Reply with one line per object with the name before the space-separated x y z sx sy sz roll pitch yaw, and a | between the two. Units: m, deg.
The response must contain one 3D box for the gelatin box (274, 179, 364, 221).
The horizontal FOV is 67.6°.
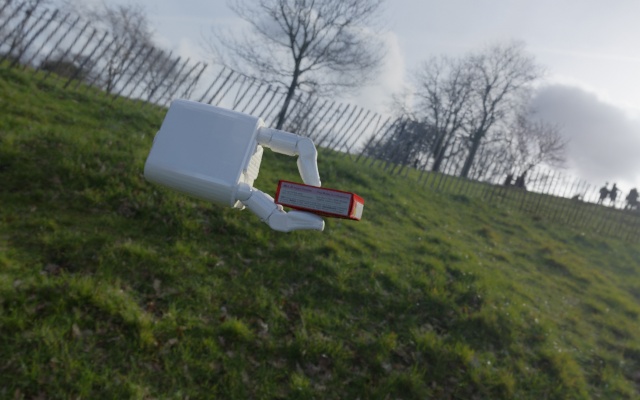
gelatin box | 0.001 0.001 0.550 0.089 0.030 0.073 10 -4 14
